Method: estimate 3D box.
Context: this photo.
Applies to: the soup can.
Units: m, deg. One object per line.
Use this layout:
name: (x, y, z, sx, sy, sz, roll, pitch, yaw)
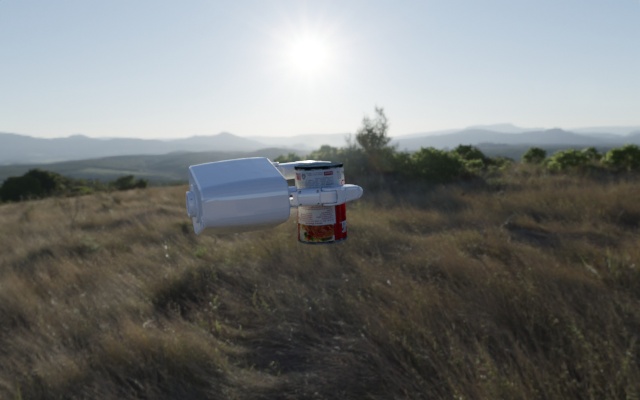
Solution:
soup can: (0.001, 0.002, 0.643, 0.068, 0.102, 0.068, -3, 9, 0)
